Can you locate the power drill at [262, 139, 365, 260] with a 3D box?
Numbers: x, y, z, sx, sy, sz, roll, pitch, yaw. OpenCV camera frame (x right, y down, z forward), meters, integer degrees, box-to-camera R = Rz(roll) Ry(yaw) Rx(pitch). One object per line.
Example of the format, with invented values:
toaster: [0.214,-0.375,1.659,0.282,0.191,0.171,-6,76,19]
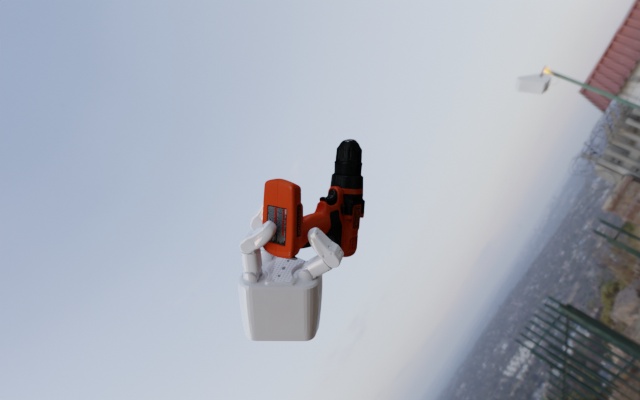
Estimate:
power drill: [0.000,0.003,0.688,0.057,0.184,0.187,8,9,38]
